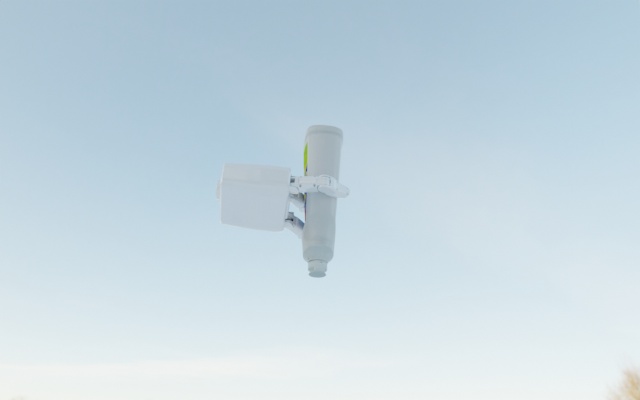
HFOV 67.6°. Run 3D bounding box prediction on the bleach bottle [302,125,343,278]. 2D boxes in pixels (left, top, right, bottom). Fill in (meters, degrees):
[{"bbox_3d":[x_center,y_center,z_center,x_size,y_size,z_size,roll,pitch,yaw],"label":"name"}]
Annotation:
[{"bbox_3d":[0.000,0.003,0.798,0.068,0.250,0.103,5,-29,-5],"label":"bleach bottle"}]
